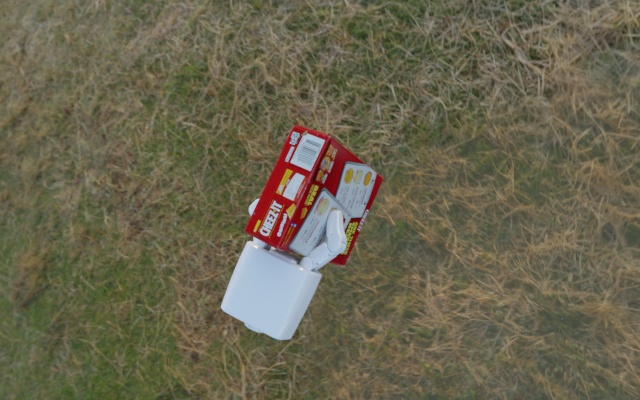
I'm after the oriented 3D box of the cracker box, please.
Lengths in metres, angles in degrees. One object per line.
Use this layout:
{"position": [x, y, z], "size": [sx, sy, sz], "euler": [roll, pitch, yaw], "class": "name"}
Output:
{"position": [0.000, 0.002, 0.717], "size": [0.072, 0.164, 0.214], "euler": [24, -1, 29], "class": "cracker box"}
